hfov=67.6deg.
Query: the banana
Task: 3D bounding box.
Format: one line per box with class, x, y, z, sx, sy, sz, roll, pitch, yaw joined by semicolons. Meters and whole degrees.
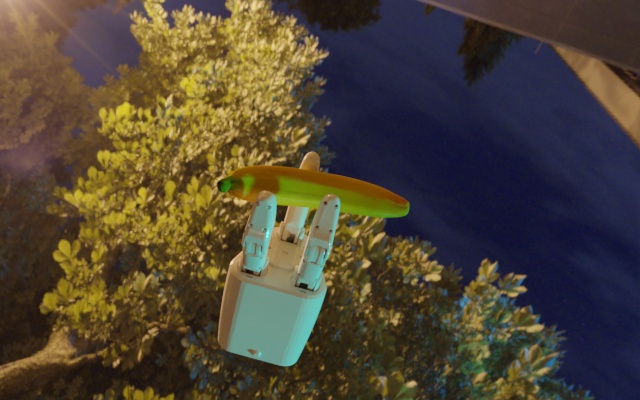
banana;-0.009;-0.007;0.470;0.198;0.037;0.069;5;22;-24
